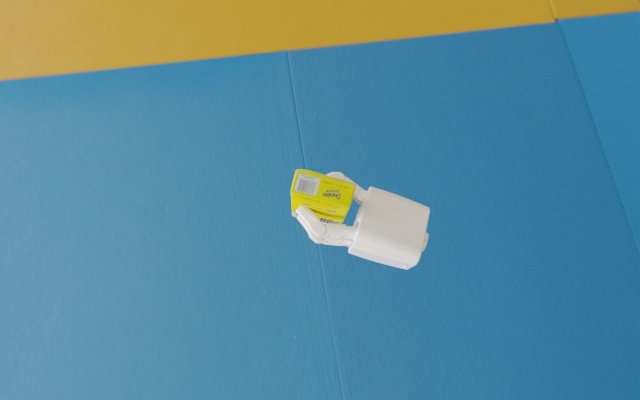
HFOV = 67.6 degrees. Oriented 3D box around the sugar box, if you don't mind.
[{"bbox_3d":[0.000,0.003,0.784,0.093,0.048,0.176,16,-16,2],"label":"sugar box"}]
